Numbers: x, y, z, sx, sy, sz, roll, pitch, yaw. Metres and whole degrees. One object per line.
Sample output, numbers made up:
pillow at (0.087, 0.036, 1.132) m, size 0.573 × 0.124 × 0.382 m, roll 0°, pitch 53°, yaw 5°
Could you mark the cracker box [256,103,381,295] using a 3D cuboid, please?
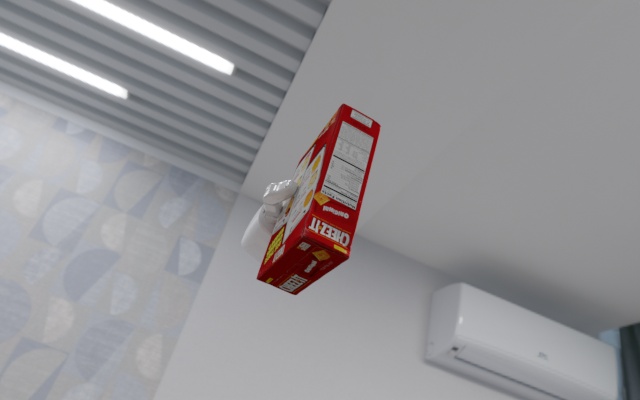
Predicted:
cracker box at (0.000, 0.002, 0.647) m, size 0.072 × 0.213 × 0.164 m, roll 25°, pitch -34°, yaw -13°
